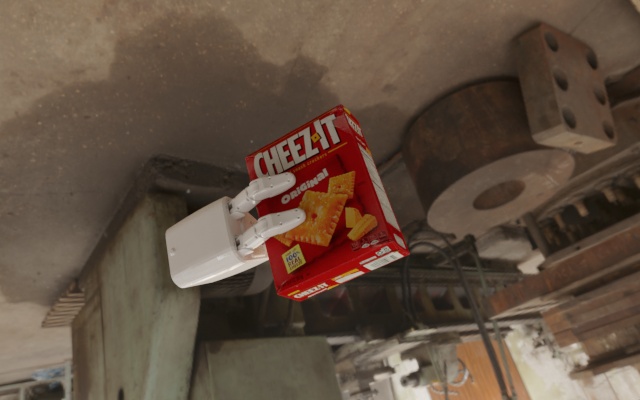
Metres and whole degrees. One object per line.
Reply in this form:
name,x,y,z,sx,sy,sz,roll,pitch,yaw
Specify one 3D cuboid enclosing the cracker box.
cracker box,0.000,0.002,0.635,0.164,0.213,0.072,-26,-28,17
